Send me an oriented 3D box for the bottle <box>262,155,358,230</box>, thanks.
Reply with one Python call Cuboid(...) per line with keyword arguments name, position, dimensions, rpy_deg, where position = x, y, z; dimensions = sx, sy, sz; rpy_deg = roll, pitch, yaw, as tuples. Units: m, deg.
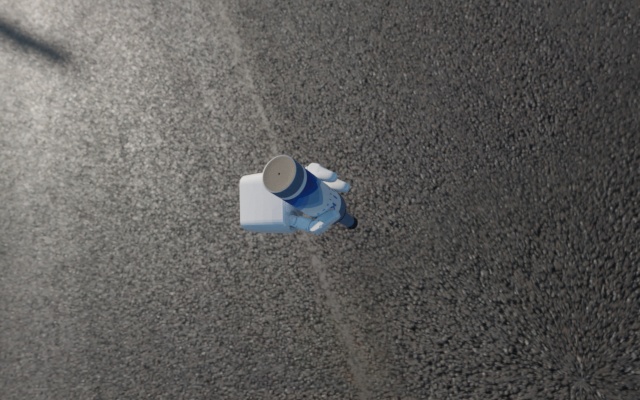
Cuboid(name="bottle", position=(0.000, 0.003, 0.891), dimensions=(0.069, 0.069, 0.296), rpy_deg=(0, -18, 29))
